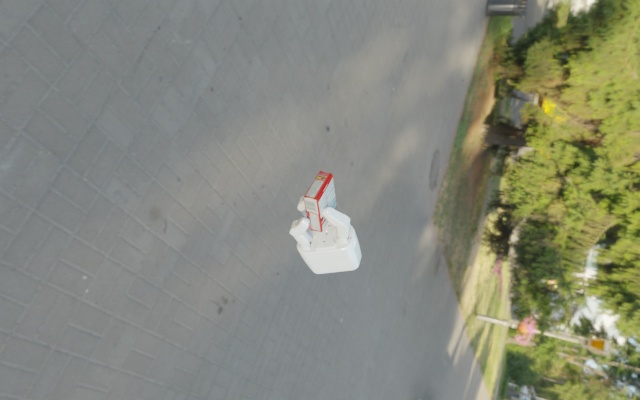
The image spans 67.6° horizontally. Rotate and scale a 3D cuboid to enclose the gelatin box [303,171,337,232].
[{"bbox_3d":[0.001,0.003,0.881,0.030,0.089,0.073,13,49,21],"label":"gelatin box"}]
